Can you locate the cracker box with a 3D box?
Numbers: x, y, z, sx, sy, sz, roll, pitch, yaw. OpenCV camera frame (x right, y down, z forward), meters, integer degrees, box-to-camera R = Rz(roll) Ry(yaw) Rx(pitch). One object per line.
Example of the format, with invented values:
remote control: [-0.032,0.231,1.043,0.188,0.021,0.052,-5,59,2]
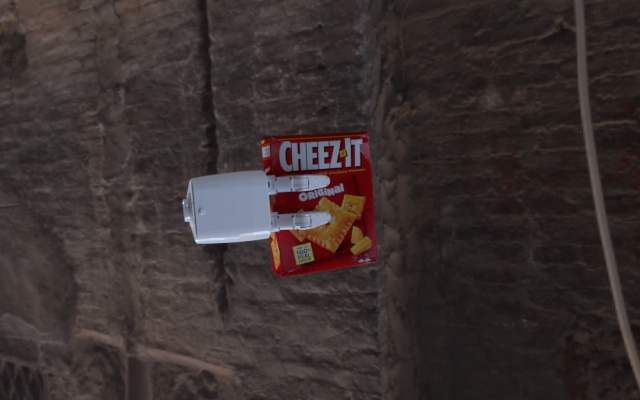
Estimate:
cracker box: [0.000,0.003,0.756,0.164,0.214,0.072,-6,5,-19]
